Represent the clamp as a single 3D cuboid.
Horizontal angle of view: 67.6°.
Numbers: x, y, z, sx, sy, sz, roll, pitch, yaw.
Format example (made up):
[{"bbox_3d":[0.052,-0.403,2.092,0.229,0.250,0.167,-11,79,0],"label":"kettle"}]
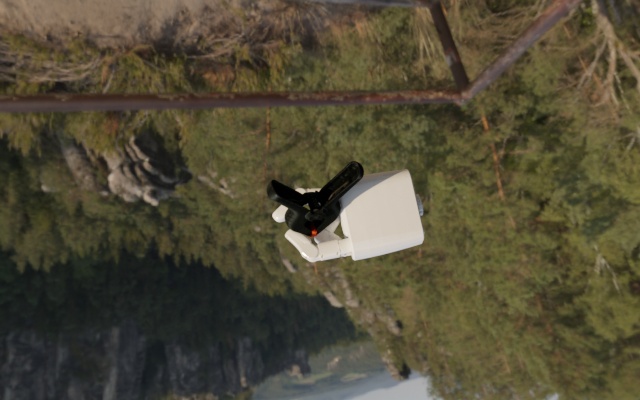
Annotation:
[{"bbox_3d":[0.000,0.003,0.636,0.120,0.039,0.171,-12,-22,0],"label":"clamp"}]
